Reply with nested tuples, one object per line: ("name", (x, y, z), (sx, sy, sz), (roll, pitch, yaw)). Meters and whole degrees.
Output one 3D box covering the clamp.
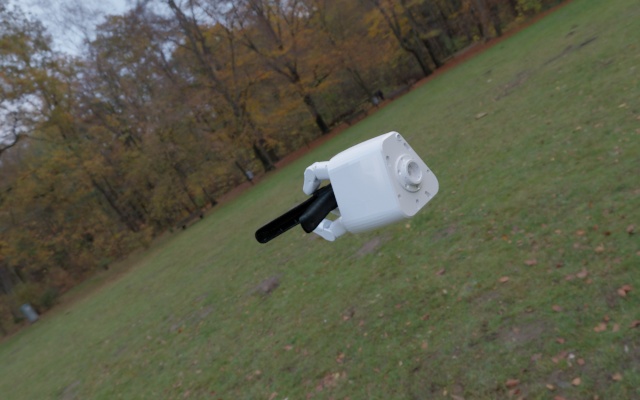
("clamp", (0.000, 0.001, 0.737), (0.210, 0.036, 0.164), (-37, 11, -38))
